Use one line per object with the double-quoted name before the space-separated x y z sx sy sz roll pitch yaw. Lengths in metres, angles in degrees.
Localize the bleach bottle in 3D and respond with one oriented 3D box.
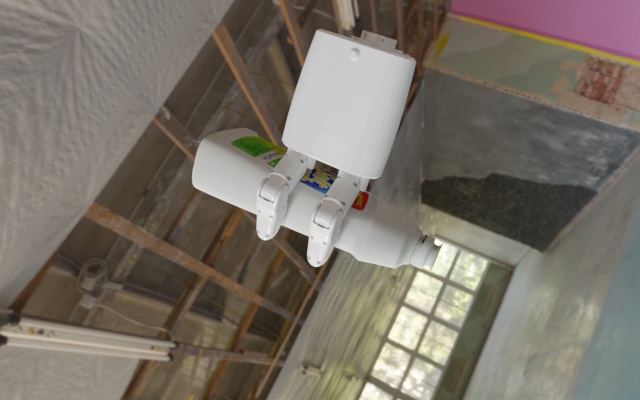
"bleach bottle" 0.000 0.002 0.479 0.251 0.068 0.102 24 20 17
